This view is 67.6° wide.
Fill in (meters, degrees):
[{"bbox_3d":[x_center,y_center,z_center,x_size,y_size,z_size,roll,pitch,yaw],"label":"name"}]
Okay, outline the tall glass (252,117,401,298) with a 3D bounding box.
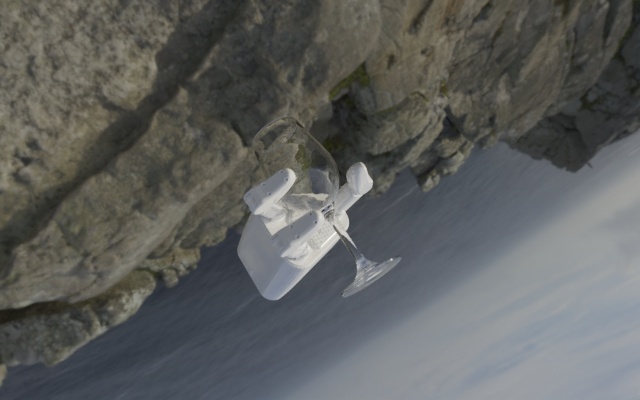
[{"bbox_3d":[0.001,0.002,0.524,0.079,0.201,0.079,-30,-18,-11],"label":"tall glass"}]
